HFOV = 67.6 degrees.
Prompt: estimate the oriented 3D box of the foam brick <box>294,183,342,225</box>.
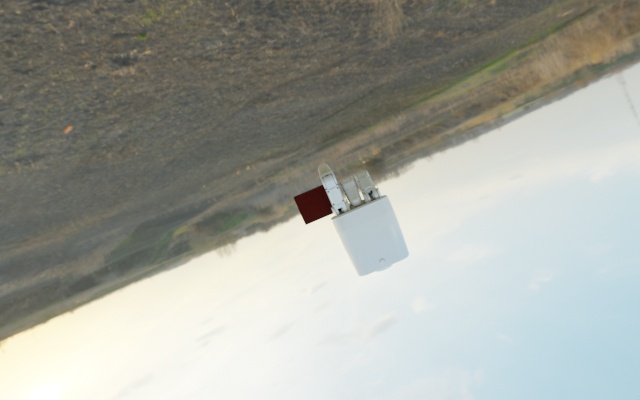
[{"bbox_3d":[0.000,0.003,0.801,0.078,0.051,0.053,-23,2,1],"label":"foam brick"}]
